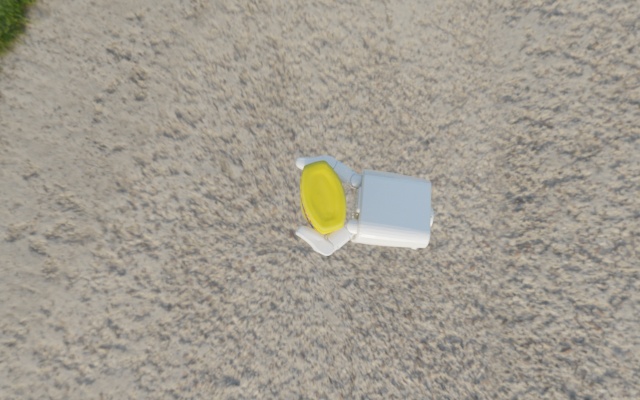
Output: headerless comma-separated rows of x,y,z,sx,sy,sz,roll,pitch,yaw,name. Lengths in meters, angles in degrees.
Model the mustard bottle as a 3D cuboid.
0.000,0.002,0.722,0.058,0.096,0.191,-17,-4,-4,mustard bottle
